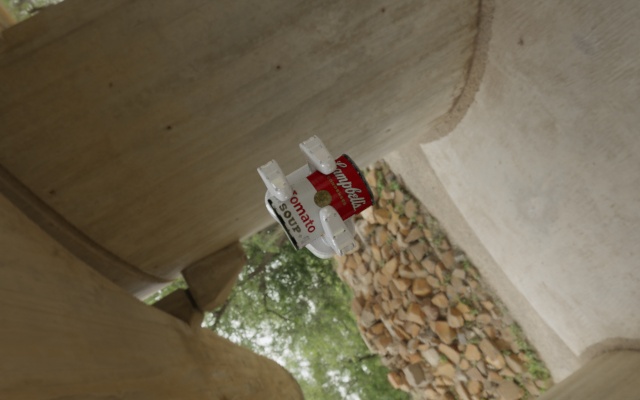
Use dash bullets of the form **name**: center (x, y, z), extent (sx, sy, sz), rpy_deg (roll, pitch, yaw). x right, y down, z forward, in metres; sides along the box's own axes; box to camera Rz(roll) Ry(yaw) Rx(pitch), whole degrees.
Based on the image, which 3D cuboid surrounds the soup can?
- **soup can**: center (0.000, 0.002, 0.534), extent (0.102, 0.068, 0.068), rpy_deg (-31, 4, -6)
